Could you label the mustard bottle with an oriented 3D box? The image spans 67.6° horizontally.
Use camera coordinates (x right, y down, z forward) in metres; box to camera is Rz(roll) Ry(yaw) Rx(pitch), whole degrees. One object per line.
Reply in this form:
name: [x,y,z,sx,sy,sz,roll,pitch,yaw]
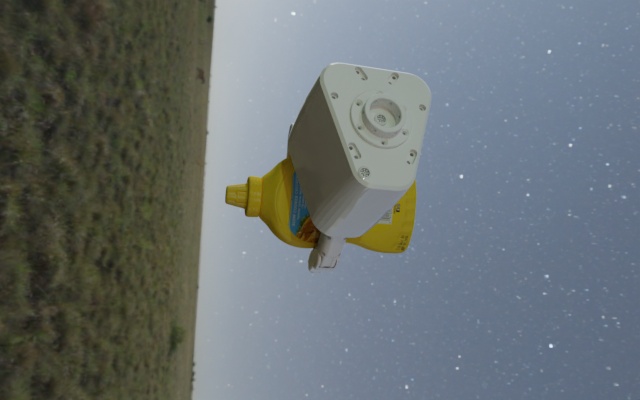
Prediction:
mustard bottle: [0.000,0.002,0.490,0.191,0.096,0.058,4,2,-14]
